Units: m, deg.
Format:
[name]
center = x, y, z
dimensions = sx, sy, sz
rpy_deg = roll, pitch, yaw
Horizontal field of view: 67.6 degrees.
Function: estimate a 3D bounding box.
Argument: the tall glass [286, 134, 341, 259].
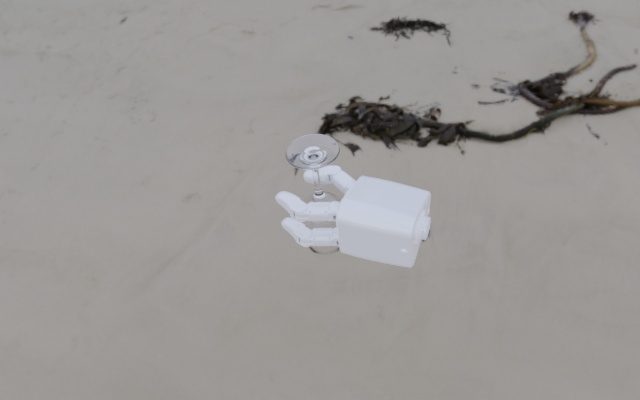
[tall glass]
center = 0.000, 0.002, 0.717
dimensions = 0.079, 0.079, 0.201
rpy_deg = 0, -44, 8
